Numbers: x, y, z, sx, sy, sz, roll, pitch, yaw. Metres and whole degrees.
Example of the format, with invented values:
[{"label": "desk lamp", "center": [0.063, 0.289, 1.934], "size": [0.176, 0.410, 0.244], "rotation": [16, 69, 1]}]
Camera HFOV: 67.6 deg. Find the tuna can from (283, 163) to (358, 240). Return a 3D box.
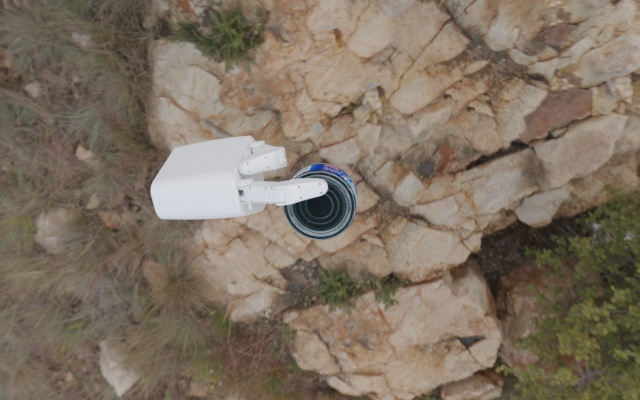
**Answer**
[{"label": "tuna can", "center": [0.000, 0.002, 0.553], "size": [0.086, 0.086, 0.033], "rotation": [0, 17, 6]}]
